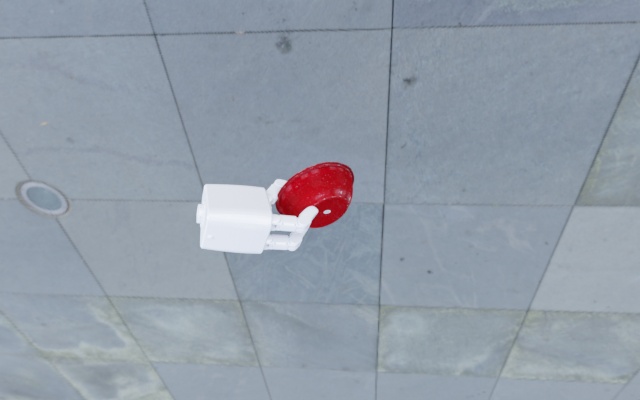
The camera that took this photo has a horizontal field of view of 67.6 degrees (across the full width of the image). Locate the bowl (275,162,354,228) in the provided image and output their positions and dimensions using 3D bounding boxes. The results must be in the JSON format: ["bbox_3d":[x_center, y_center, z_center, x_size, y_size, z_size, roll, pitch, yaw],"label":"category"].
[{"bbox_3d":[0.002,0.003,0.895,0.162,0.055,0.162,-19,-34,-13],"label":"bowl"}]
